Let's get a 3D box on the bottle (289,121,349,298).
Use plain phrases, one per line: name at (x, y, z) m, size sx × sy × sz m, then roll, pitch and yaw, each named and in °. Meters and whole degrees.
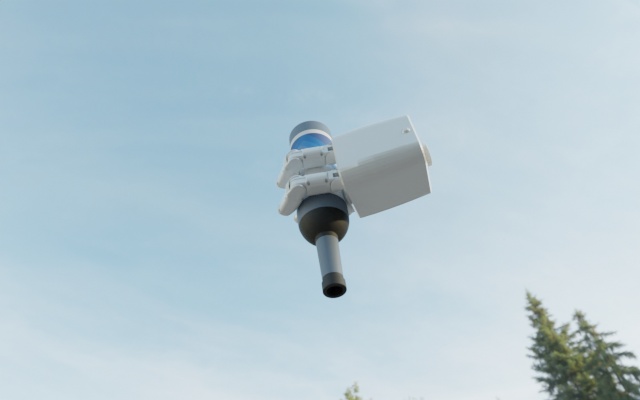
bottle at (0.000, 0.002, 0.638) m, size 0.069 × 0.069 × 0.295 m, roll 0°, pitch 42°, yaw -8°
